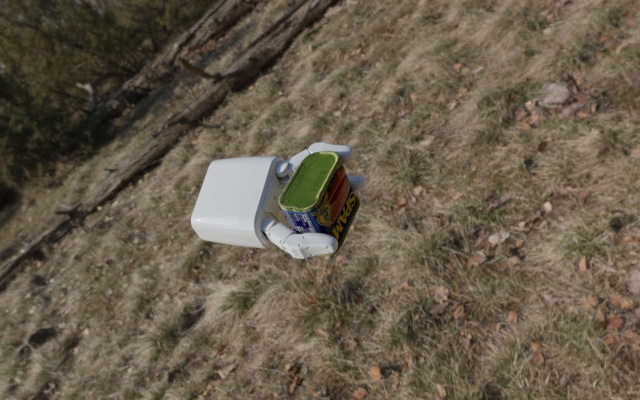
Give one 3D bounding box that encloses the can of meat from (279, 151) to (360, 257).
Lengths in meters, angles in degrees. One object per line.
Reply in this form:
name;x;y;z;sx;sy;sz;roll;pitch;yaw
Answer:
can of meat;0.000;0.002;0.581;0.057;0.102;0.084;5;-41;29
